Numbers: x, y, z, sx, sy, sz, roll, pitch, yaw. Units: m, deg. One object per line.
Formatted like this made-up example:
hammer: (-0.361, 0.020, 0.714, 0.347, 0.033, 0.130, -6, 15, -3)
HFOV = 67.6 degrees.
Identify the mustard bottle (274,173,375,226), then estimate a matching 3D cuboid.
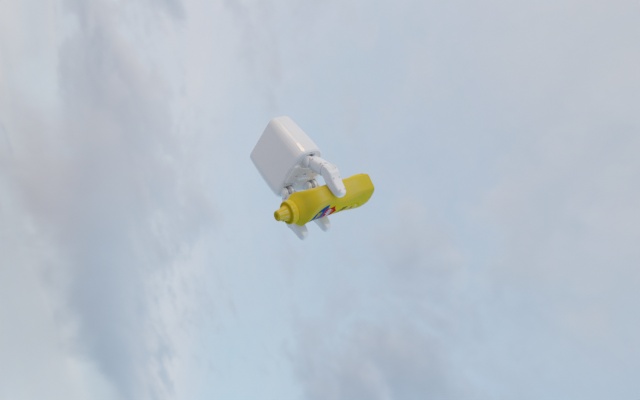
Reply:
mustard bottle: (0.000, 0.003, 0.845, 0.191, 0.058, 0.096, -17, -11, -37)
